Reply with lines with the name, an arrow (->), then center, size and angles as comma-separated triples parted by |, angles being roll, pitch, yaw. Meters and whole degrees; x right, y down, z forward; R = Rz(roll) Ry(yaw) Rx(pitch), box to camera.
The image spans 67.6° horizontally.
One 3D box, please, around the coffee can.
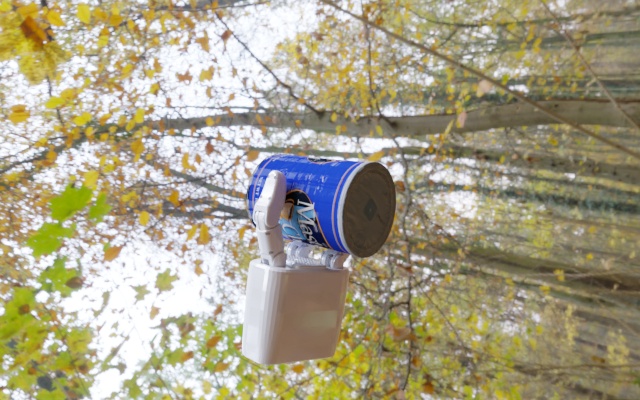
coffee can -> 0.000, 0.002, 0.546 | 0.140, 0.103, 0.103 | 9, 6, 38
